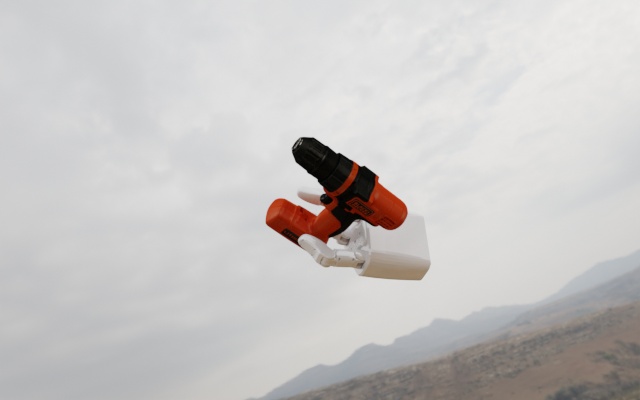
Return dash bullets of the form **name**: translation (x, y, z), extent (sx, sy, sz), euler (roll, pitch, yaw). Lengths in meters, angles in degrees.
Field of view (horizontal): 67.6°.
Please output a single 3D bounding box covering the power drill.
- **power drill**: translation (0.000, 0.002, 0.672), extent (0.184, 0.057, 0.188), euler (36, -37, -20)
